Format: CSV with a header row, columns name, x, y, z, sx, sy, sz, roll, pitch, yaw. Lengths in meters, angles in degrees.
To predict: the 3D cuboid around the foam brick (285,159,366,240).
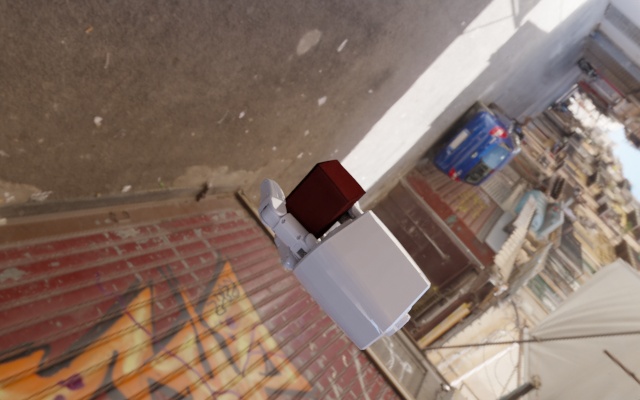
name,x,y,z,sx,sy,sz,roll,pitch,yaw
foam brick,0.000,0.001,0.510,0.078,0.051,0.053,-46,-11,27
